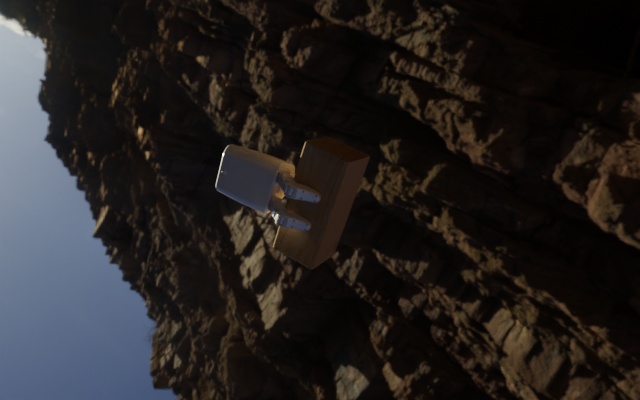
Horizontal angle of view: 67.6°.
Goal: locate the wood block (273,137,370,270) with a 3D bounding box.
[{"bbox_3d":[0.000,0.003,0.843,0.090,0.206,0.091,27,24,20],"label":"wood block"}]
